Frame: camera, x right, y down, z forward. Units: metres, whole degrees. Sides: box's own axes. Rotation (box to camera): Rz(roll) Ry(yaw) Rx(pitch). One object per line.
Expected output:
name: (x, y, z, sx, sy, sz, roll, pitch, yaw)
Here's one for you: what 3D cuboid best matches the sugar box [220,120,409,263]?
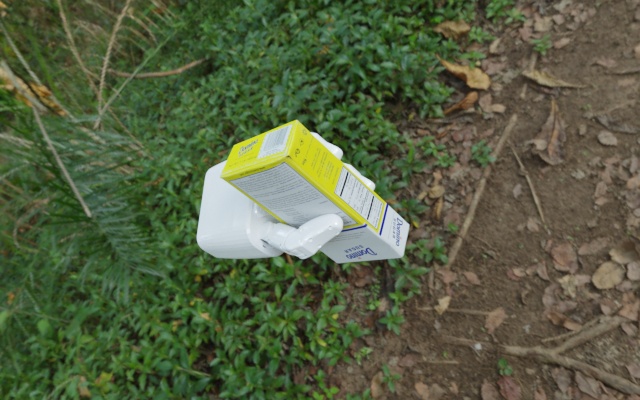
sugar box: (0.000, 0.001, 0.468, 0.093, 0.048, 0.176, -12, -38, 42)
